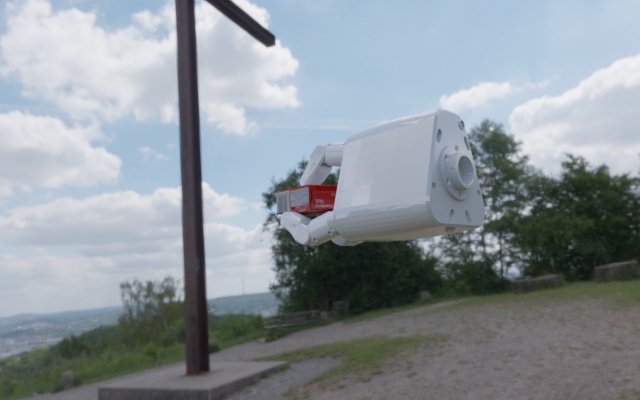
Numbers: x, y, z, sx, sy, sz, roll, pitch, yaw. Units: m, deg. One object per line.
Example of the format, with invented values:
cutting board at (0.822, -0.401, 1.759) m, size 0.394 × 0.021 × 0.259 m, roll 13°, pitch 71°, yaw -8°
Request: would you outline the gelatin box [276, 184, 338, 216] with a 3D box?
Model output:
gelatin box at (0.000, 0.001, 0.546) m, size 0.073 × 0.030 × 0.089 m, roll 2°, pitch -6°, yaw -29°
